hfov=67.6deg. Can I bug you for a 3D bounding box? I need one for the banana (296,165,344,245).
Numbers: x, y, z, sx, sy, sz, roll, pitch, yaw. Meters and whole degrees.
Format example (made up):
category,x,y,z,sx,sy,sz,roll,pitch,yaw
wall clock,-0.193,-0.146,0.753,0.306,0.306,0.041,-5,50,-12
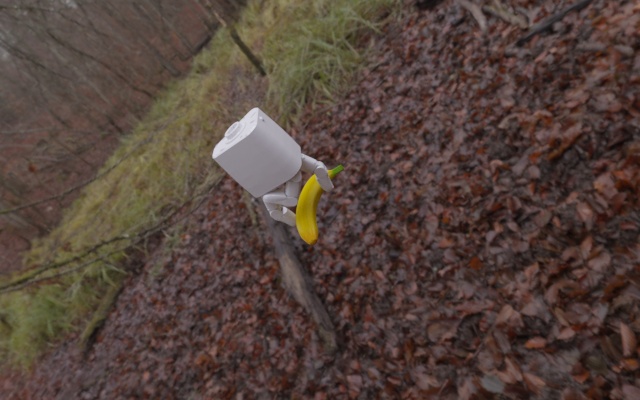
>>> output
category,x,y,z,sx,sy,sz,roll,pitch,yaw
banana,-0.013,0.005,0.886,0.069,0.197,0.037,-19,-52,38
